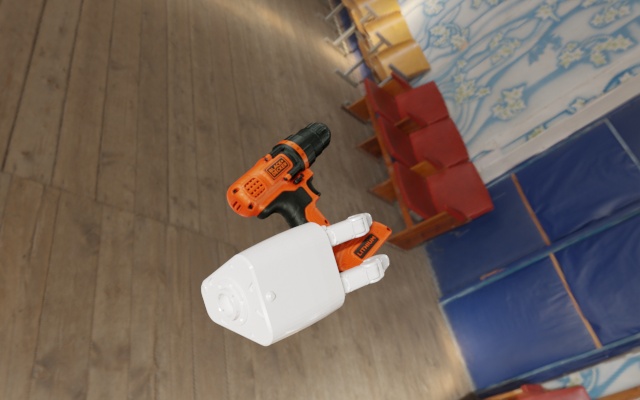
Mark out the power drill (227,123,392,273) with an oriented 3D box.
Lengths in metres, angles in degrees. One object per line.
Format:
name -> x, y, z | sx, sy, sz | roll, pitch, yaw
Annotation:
power drill -> 0.000, 0.002, 0.617 | 0.184, 0.187, 0.057 | -45, -1, -33
